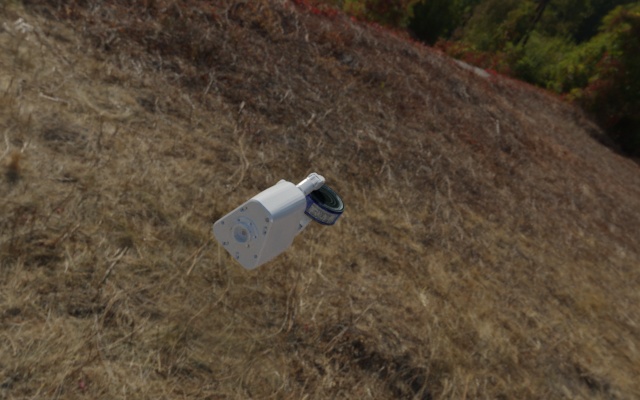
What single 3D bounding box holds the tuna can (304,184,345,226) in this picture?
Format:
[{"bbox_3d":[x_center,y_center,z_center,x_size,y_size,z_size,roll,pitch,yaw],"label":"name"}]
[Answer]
[{"bbox_3d":[0.000,0.002,0.842,0.086,0.034,0.086,30,25,-16],"label":"tuna can"}]
